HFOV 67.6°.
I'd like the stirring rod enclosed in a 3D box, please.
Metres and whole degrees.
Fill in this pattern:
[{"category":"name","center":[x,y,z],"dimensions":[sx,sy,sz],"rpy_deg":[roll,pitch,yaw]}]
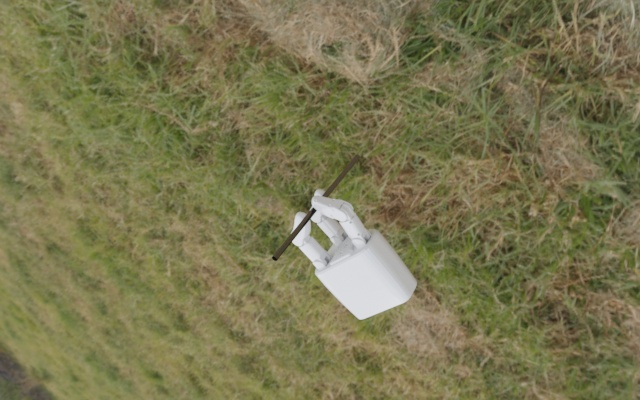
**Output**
[{"category":"stirring rod","center":[0.000,0.002,0.691],"dimensions":[0.011,0.011,0.239],"rpy_deg":[0,37,39]}]
